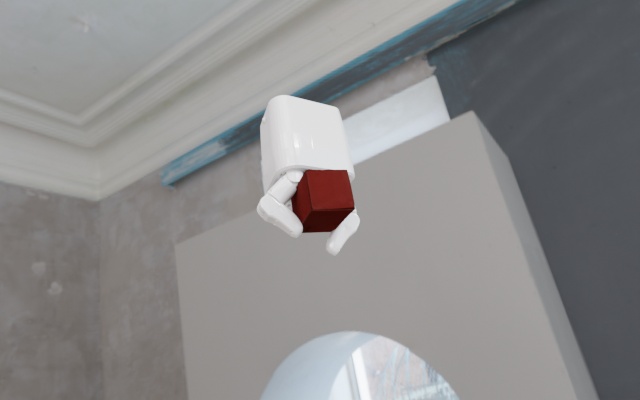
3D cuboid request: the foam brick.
[{"bbox_3d":[0.000,0.002,0.564,0.053,0.051,0.078,-1,-22,-19],"label":"foam brick"}]
